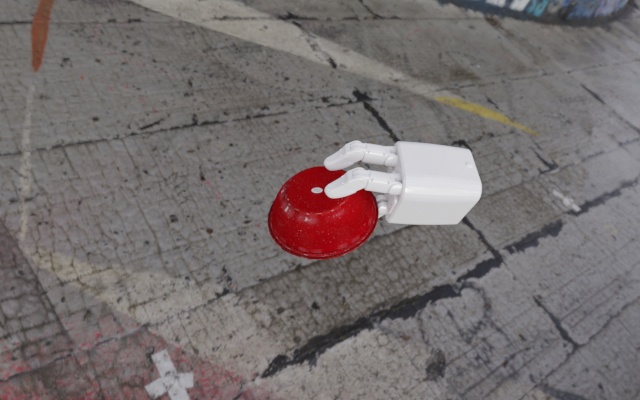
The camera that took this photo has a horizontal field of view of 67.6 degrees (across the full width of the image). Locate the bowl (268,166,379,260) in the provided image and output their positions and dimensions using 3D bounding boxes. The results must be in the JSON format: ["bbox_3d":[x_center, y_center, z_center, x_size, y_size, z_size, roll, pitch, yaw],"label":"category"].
[{"bbox_3d":[-0.001,0.002,0.669,0.162,0.162,0.055,0,-42,10],"label":"bowl"}]
